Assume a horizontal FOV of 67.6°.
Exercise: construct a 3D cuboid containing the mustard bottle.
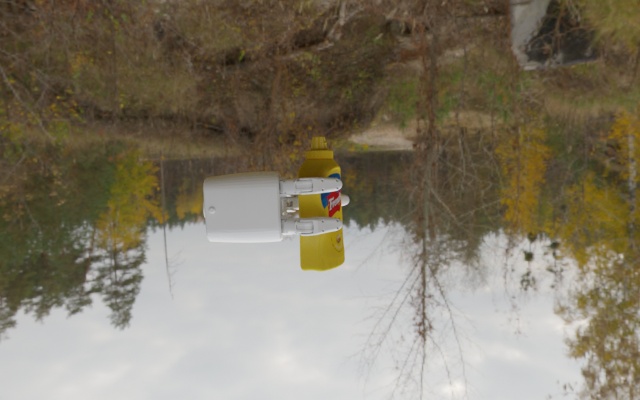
[{"bbox_3d":[0.000,0.003,0.702,0.058,0.191,0.096,-1,3,25],"label":"mustard bottle"}]
